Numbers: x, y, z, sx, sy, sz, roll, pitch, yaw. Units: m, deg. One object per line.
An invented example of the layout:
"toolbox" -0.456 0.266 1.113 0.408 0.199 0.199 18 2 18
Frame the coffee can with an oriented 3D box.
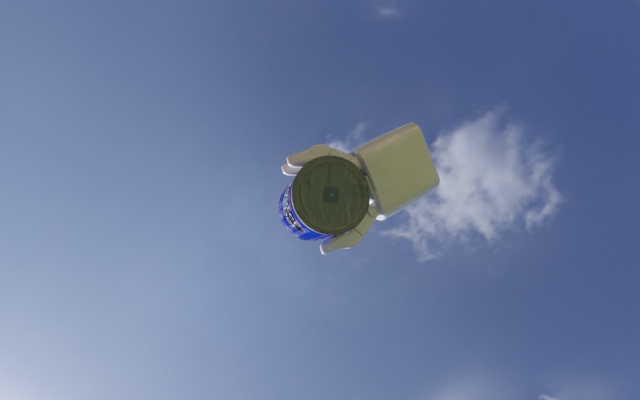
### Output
"coffee can" 0.000 0.002 0.673 0.103 0.103 0.140 0 -8 -12
